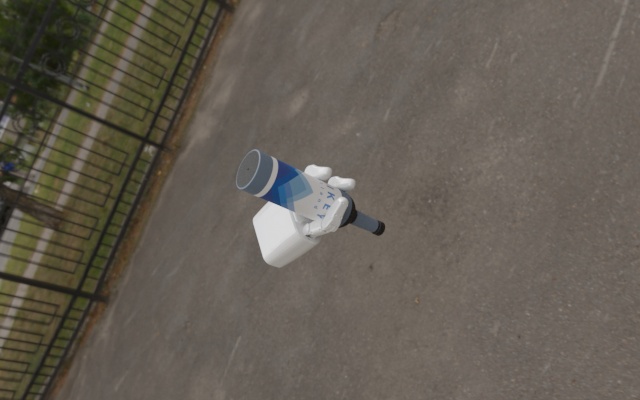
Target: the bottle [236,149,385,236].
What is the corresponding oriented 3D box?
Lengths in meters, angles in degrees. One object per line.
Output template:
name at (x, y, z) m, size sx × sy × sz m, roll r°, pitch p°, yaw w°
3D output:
bottle at (0.000, 0.003, 0.812) m, size 0.296 × 0.069 × 0.069 m, roll 24°, pitch -14°, yaw -34°
